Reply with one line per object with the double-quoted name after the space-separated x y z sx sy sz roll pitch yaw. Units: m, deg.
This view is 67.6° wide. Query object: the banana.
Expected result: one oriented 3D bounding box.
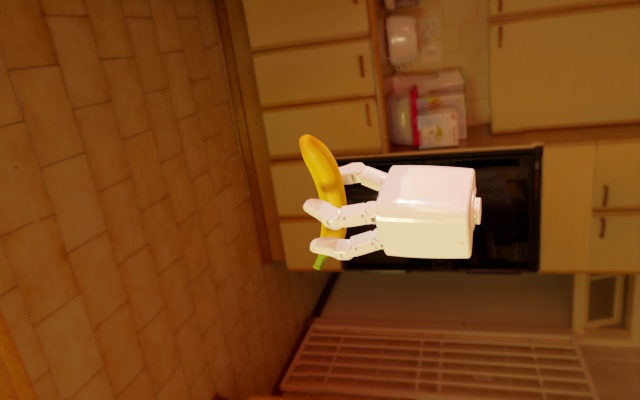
0.009 -0.003 0.649 0.037 0.198 0.069 6 28 26 "banana"
